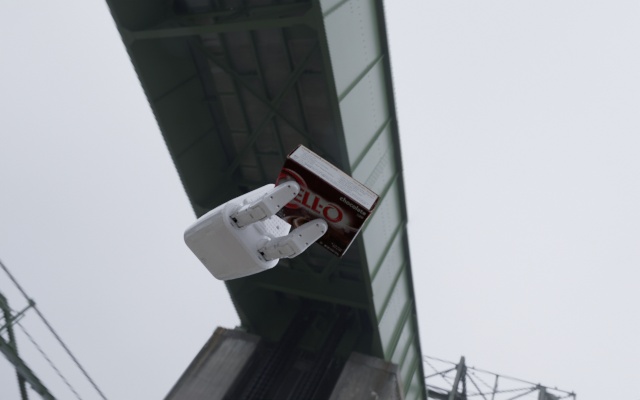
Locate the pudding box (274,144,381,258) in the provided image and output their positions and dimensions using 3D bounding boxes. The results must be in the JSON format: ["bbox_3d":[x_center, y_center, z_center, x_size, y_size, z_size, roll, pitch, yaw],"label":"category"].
[{"bbox_3d":[0.000,0.002,0.554,0.113,0.090,0.039,32,45,4],"label":"pudding box"}]
